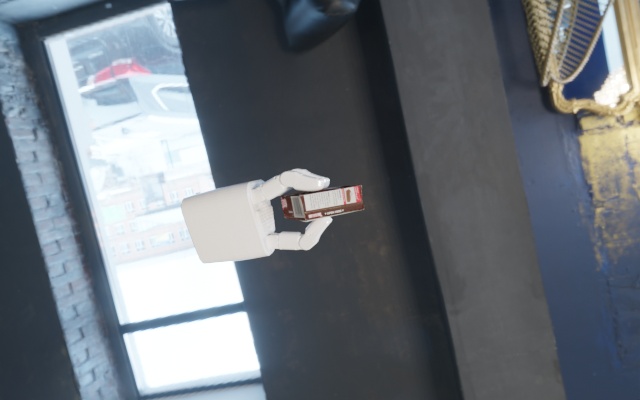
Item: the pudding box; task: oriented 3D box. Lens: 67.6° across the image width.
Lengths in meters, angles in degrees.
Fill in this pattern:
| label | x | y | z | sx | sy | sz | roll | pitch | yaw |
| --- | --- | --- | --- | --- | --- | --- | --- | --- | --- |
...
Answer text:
| label | x | y | z | sx | sy | sz | roll | pitch | yaw |
| --- | --- | --- | --- | --- | --- | --- | --- | --- | --- |
| pudding box | 0.000 | 0.002 | 0.685 | 0.090 | 0.039 | 0.113 | -11 | 5 | -18 |
